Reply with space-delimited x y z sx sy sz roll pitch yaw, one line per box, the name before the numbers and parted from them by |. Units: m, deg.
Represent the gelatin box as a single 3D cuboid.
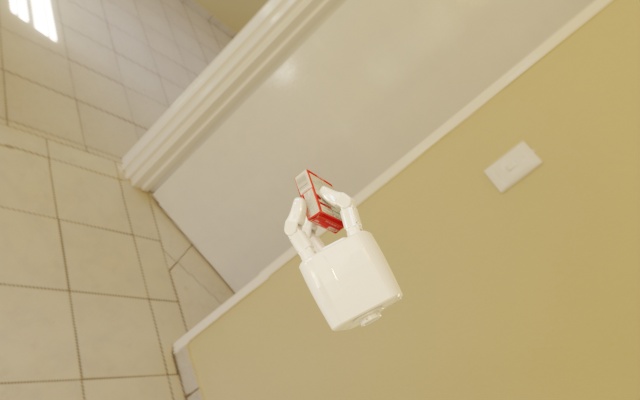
gelatin box | 0.000 0.002 0.761 0.030 0.089 0.073 -34 -36 22
